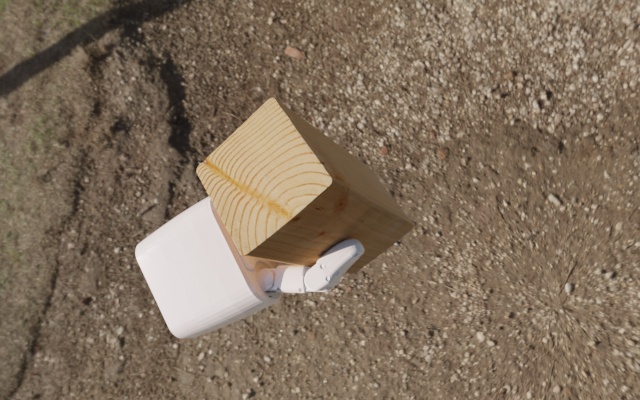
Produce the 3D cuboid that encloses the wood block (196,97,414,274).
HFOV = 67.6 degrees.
[{"bbox_3d":[0.000,0.002,0.440,0.090,0.090,0.206,-40,-25,14],"label":"wood block"}]
